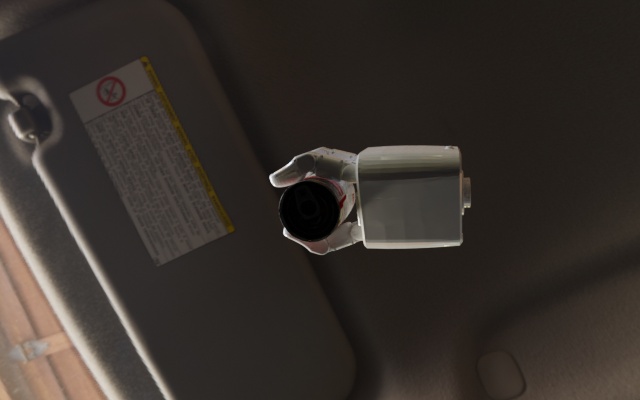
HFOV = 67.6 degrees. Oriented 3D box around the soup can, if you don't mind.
[{"bbox_3d":[0.000,0.002,0.556,0.068,0.068,0.102,0,12,15],"label":"soup can"}]
